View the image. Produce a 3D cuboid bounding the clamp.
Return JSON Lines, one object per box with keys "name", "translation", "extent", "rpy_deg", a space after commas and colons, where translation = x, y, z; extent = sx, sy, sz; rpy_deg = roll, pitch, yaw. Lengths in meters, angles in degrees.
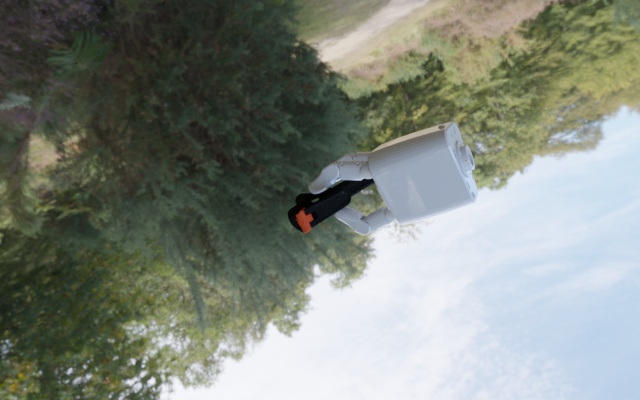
{"name": "clamp", "translation": [0.000, 0.003, 0.699], "extent": [0.164, 0.036, 0.210], "rpy_deg": [-21, 9, 29]}
